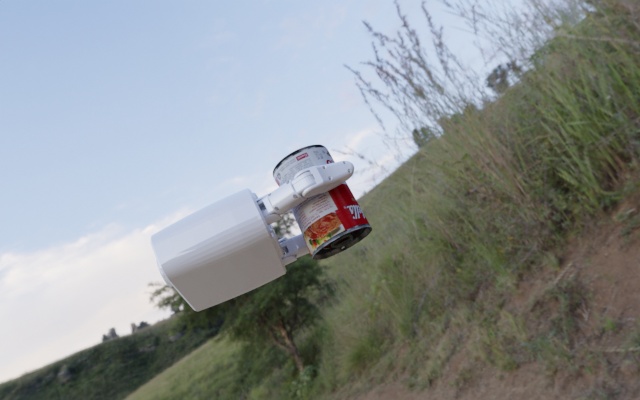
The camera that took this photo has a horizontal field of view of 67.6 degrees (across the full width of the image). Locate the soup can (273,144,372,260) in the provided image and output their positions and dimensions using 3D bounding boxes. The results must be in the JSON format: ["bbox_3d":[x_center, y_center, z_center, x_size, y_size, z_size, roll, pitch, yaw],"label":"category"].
[{"bbox_3d":[0.000,0.001,0.499,0.068,0.102,0.068,-25,-18,-9],"label":"soup can"}]
